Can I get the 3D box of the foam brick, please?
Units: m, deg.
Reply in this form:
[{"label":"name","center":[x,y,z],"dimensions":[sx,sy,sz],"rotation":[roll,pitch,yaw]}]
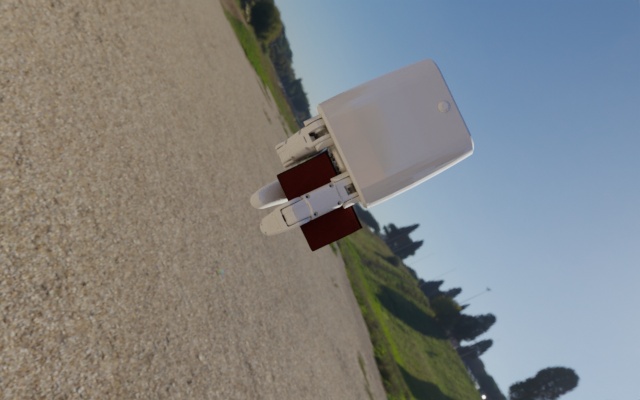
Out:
[{"label":"foam brick","center":[0.000,0.002,0.443],"dimensions":[0.051,0.078,0.053],"rotation":[-25,-1,1]}]
